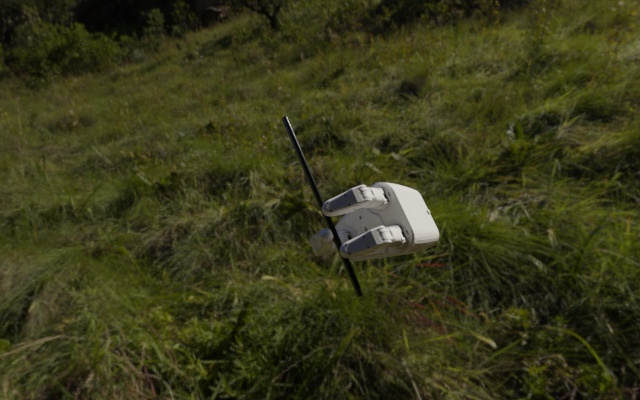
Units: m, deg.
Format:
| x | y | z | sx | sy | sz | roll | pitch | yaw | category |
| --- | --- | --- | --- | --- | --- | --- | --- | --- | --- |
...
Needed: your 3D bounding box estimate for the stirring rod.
| x | y | z | sx | sy | sz | roll | pitch | yaw | category |
| --- | --- | --- | --- | --- | --- | --- | --- | --- | --- |
| 0.000 | 0.002 | 0.573 | 0.011 | 0.239 | 0.011 | -21 | -16 | -6 | stirring rod |
